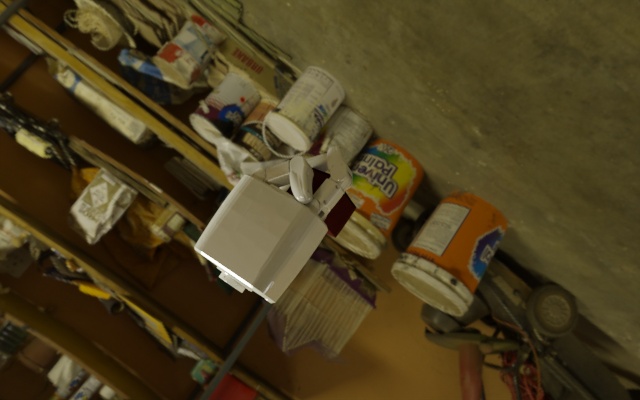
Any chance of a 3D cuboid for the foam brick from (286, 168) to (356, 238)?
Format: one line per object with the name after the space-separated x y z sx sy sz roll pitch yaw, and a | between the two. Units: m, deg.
0.000 0.002 0.606 0.053 0.051 0.078 22 -18 36 | foam brick
